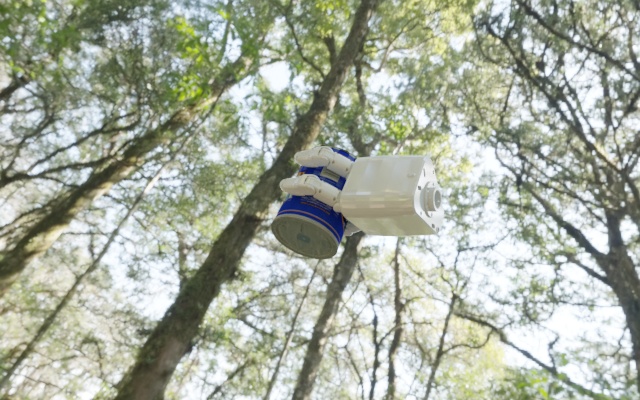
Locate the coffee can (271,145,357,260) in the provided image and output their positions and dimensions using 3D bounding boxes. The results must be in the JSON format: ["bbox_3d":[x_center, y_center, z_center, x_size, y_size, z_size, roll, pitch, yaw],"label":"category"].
[{"bbox_3d":[0.000,0.003,0.717,0.103,0.140,0.103,17,-33,11],"label":"coffee can"}]
